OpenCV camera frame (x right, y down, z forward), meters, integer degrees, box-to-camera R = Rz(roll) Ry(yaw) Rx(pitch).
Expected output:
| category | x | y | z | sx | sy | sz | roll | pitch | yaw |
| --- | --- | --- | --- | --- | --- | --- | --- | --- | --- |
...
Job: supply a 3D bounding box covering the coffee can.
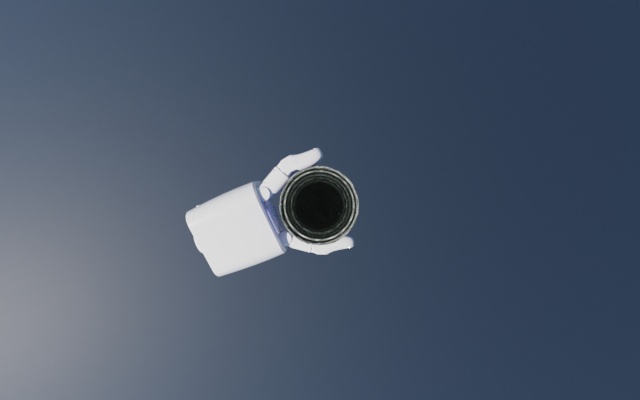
| category | x | y | z | sx | sy | sz | roll | pitch | yaw |
| --- | --- | --- | --- | --- | --- | --- | --- | --- | --- |
| coffee can | 0.000 | 0.002 | 0.678 | 0.103 | 0.103 | 0.140 | 0 | 4 | 2 |
